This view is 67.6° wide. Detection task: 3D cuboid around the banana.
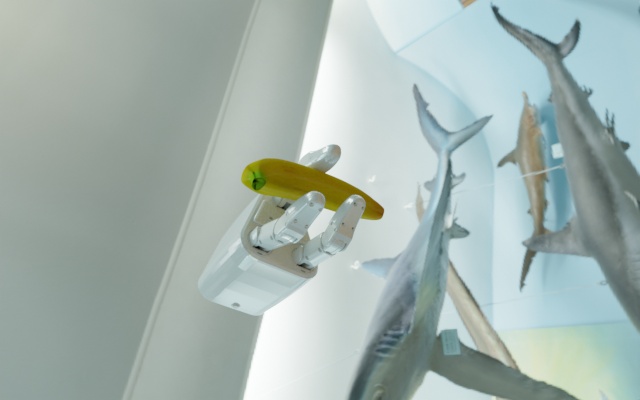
[{"bbox_3d":[-0.012,-0.010,0.493,0.198,0.037,0.069,11,28,-47],"label":"banana"}]
